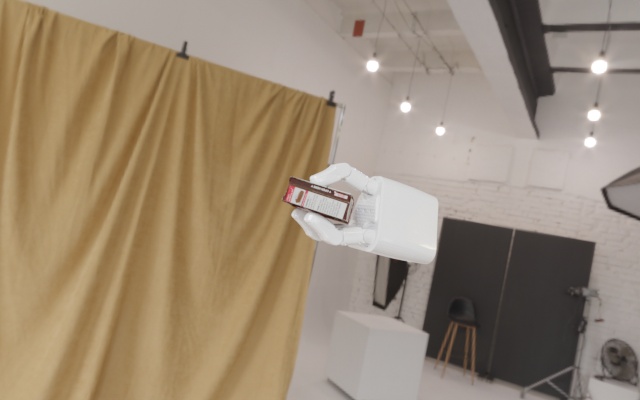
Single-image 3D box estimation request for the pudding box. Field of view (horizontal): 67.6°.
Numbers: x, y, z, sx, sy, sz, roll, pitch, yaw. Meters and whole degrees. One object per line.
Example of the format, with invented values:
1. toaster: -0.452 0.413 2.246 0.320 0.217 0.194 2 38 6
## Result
1. pudding box: 0.000 0.002 0.671 0.090 0.039 0.113 17 -5 6
